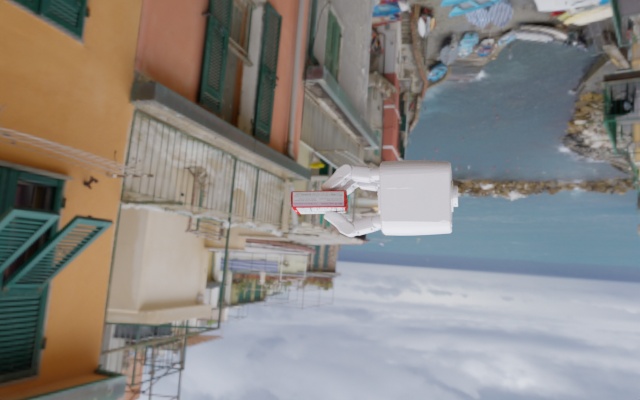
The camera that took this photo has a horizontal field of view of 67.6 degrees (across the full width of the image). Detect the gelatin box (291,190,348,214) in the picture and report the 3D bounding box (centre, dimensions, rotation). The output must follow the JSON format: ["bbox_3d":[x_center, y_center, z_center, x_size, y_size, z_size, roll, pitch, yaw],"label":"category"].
[{"bbox_3d":[0.000,0.003,0.776,0.089,0.030,0.073,-2,-9,4],"label":"gelatin box"}]
